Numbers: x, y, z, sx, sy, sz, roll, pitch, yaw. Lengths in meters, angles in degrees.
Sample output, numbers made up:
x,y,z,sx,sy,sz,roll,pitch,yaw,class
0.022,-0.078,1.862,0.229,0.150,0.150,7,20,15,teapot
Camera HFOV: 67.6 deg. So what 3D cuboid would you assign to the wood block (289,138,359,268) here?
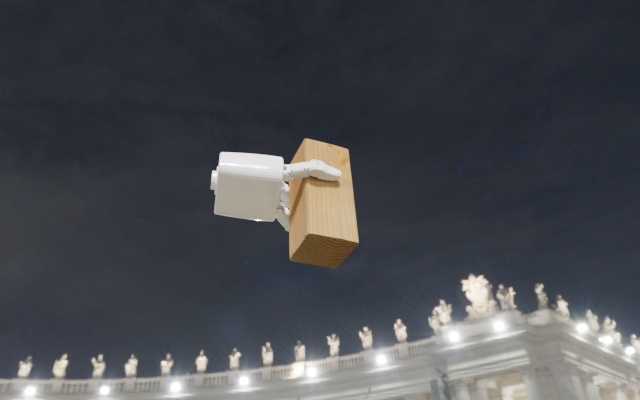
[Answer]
x,y,z,sx,sy,sz,roll,pitch,yaw,class
0.000,0.002,0.841,0.090,0.206,0.091,12,-39,-20,wood block
